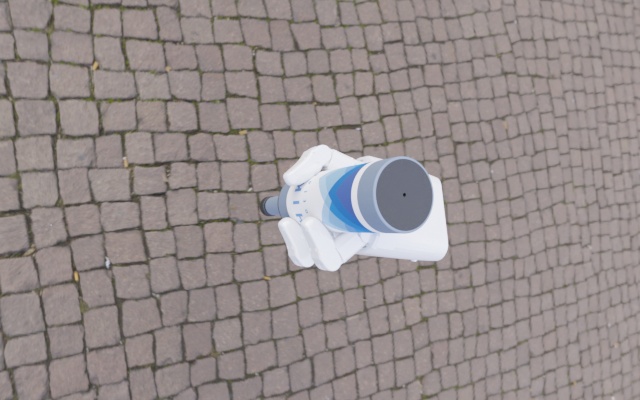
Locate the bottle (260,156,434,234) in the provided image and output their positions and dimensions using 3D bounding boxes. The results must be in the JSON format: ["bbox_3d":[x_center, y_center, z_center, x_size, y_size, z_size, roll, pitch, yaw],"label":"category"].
[{"bbox_3d":[0.000,0.002,0.535,0.069,0.069,0.296,0,-3,-29],"label":"bottle"}]
